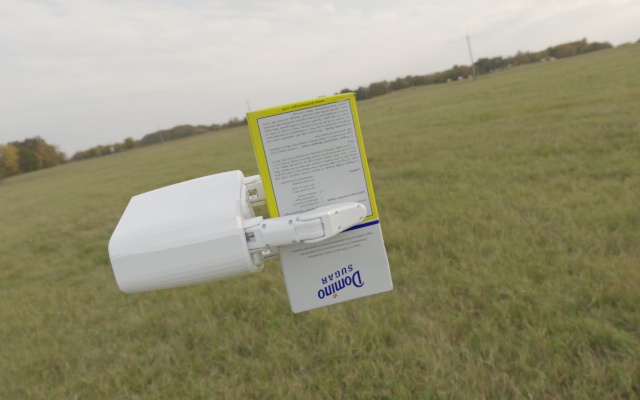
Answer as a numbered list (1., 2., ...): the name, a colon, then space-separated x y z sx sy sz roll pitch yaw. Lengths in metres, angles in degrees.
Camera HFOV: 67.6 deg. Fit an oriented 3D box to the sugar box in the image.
1. sugar box: 0.000 0.001 0.419 0.093 0.176 0.048 -12 11 -4
